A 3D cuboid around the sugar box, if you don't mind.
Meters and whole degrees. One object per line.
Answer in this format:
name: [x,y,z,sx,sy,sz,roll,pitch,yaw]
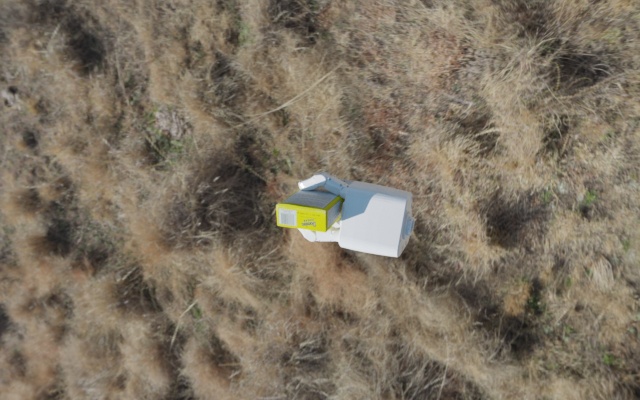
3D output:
sugar box: [0.000,0.003,0.865,0.093,0.048,0.176,8,19,22]
